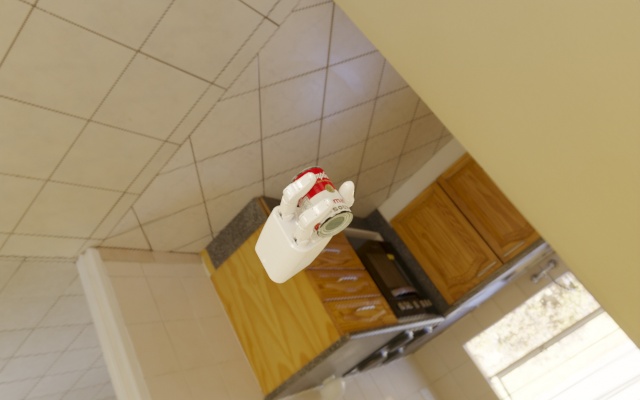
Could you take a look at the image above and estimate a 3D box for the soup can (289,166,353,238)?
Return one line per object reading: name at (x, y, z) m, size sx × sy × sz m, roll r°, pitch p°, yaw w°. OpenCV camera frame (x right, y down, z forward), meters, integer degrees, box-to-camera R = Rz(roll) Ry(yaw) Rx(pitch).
soup can at (0.001, 0.002, 0.793) m, size 0.068 × 0.102 × 0.068 m, roll -25°, pitch -28°, yaw -14°
